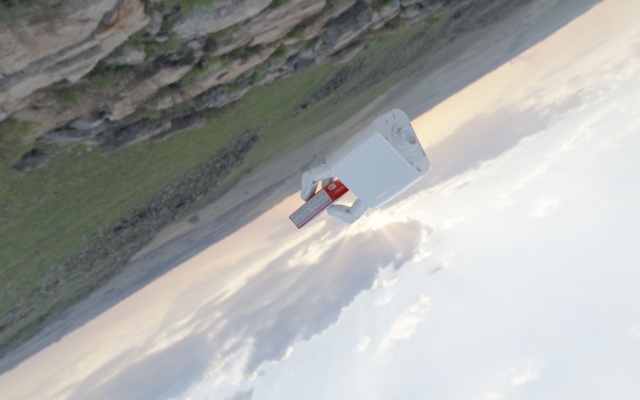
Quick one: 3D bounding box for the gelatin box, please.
[{"bbox_3d":[0.000,0.003,0.780,0.089,0.030,0.073,-41,-4,30],"label":"gelatin box"}]
